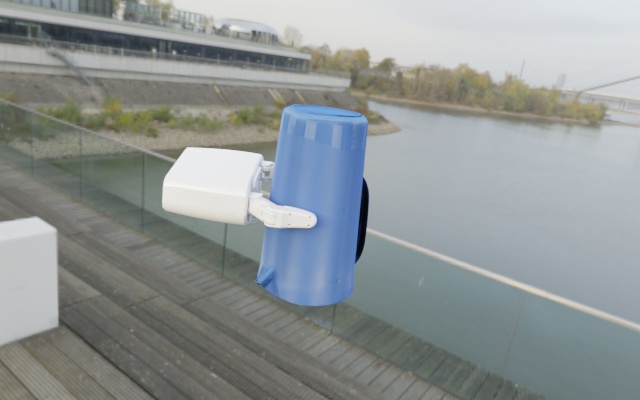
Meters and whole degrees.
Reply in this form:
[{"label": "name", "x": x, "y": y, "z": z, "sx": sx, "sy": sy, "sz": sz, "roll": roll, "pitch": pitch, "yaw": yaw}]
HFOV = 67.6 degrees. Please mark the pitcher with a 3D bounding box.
[{"label": "pitcher", "x": 0.000, "y": 0.002, "z": 0.632, "sx": 0.145, "sy": 0.243, "sz": 0.149, "roll": 8, "pitch": 16, "yaw": 1}]
